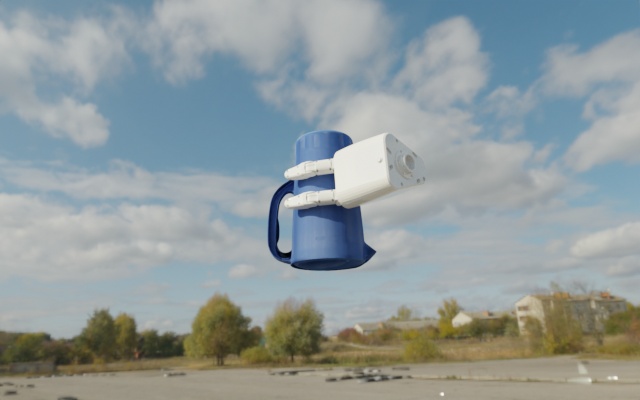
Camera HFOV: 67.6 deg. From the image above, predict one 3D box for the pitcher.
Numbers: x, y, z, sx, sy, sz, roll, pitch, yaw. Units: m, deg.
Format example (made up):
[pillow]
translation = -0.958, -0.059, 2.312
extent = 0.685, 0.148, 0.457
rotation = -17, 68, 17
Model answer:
[pitcher]
translation = 0.000, 0.003, 0.856
extent = 0.149, 0.242, 0.145
rotation = 13, -23, -41
